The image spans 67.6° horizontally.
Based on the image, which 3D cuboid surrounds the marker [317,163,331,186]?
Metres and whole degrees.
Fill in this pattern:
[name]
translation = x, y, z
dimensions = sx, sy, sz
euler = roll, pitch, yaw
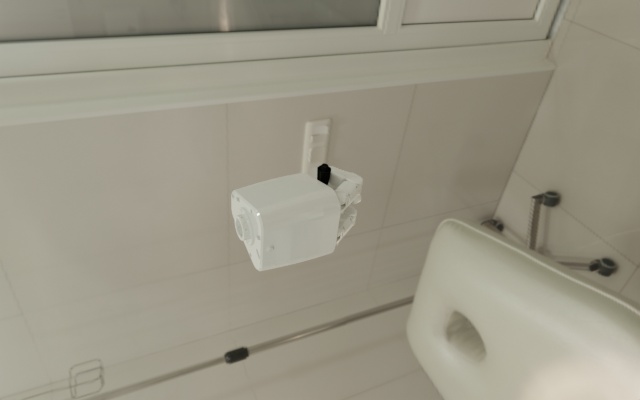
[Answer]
[marker]
translation = 0.000, 0.002, 0.661
dimensions = 0.020, 0.121, 0.020
euler = 4, 36, -3
